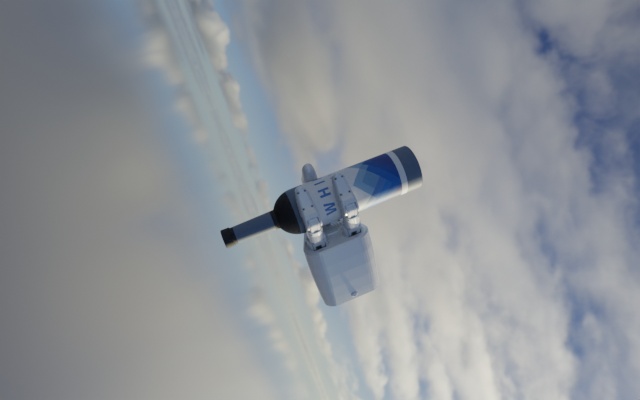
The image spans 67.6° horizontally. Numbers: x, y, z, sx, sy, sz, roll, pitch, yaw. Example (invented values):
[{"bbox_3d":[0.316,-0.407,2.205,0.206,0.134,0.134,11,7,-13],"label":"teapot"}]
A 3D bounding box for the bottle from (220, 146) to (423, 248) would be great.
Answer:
[{"bbox_3d":[0.000,0.002,0.689,0.295,0.069,0.069,-21,3,-8],"label":"bottle"}]
